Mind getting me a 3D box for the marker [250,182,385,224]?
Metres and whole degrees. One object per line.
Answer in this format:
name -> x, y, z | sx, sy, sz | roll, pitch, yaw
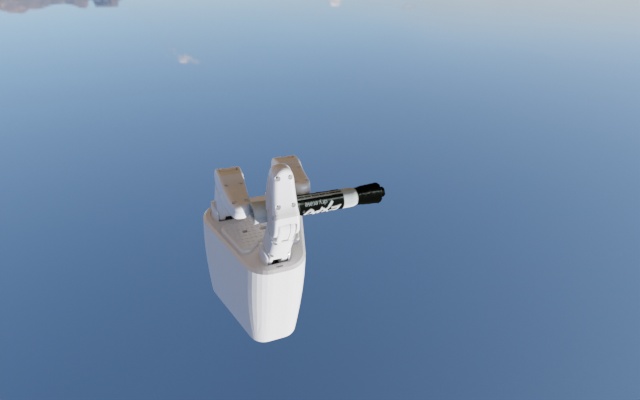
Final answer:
marker -> 0.000, 0.001, 0.410 | 0.121, 0.020, 0.020 | -10, 3, -20
